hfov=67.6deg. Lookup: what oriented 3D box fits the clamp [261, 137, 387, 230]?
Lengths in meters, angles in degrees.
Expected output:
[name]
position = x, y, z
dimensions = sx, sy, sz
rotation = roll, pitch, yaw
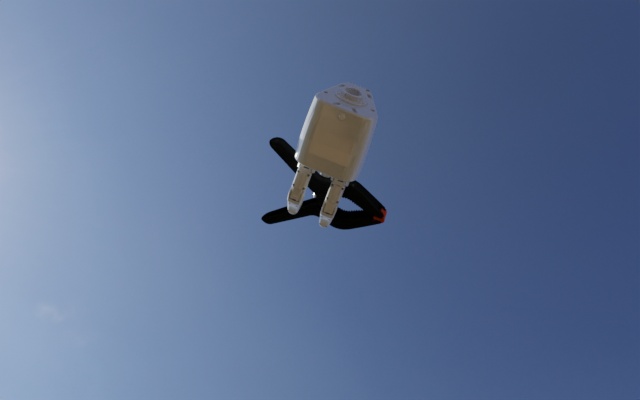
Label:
[clamp]
position = 0.001, 0.002, 0.772
dimensions = 0.210, 0.165, 0.036
rotation = 22, 38, 4
